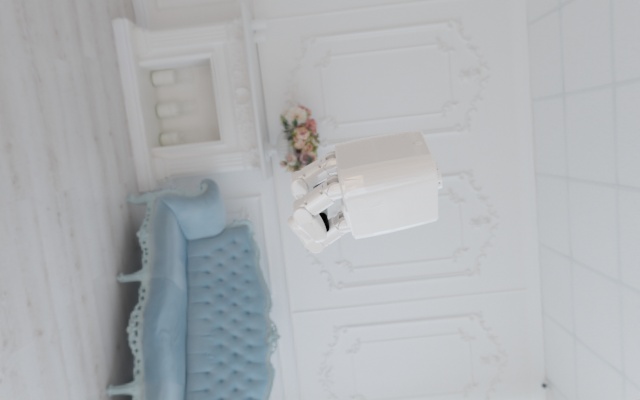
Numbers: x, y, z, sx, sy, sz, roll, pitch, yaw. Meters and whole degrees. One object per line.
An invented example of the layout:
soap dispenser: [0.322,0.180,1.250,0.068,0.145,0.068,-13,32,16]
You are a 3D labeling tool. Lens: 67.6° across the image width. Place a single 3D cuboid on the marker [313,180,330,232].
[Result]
marker: [0.000,0.002,0.625,0.020,0.020,0.121,0,36,-2]
